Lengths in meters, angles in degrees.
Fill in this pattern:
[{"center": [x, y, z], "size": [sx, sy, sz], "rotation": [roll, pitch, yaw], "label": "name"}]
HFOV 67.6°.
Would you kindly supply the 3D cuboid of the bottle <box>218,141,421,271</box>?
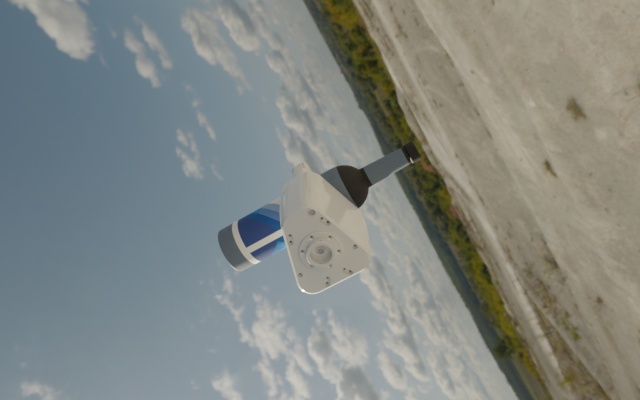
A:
[{"center": [0.000, 0.002, 0.657], "size": [0.296, 0.069, 0.069], "rotation": [-29, -5, 10], "label": "bottle"}]
